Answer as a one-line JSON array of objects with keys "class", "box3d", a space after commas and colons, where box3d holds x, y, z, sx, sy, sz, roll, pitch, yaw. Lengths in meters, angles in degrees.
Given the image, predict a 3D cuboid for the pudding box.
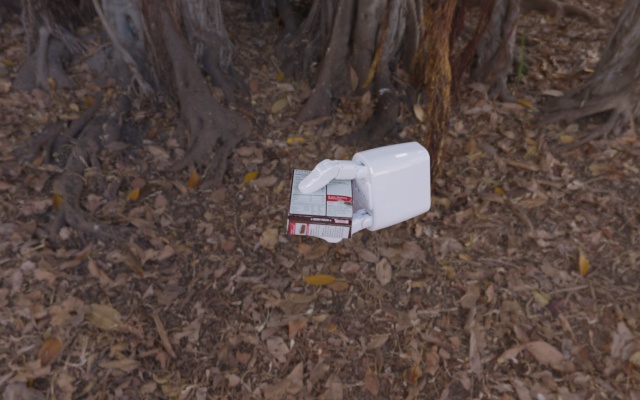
[{"class": "pudding box", "box3d": [0.000, 0.002, 0.674, 0.090, 0.039, 0.113, 4, 36, -1]}]
